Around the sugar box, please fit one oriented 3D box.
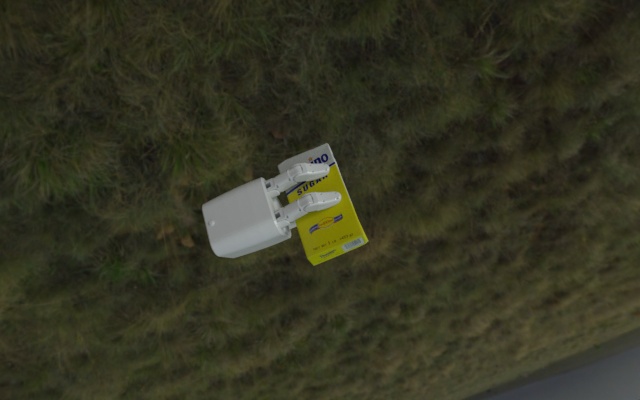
[{"bbox_3d":[0.000,0.002,0.747,0.093,0.176,0.048,-23,-27,4],"label":"sugar box"}]
